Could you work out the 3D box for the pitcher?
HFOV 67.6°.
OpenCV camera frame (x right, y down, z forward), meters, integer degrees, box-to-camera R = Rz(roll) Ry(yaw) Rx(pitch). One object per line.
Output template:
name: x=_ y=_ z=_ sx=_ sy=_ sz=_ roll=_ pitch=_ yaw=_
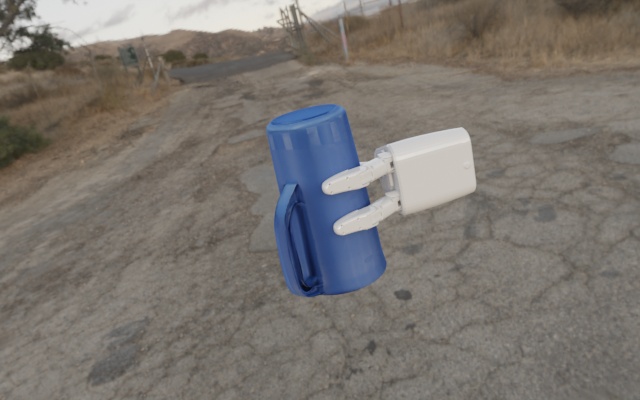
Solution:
pitcher: x=0.000 y=0.002 z=0.652 sx=0.145 sy=0.243 sz=0.149 roll=-15 pitch=19 yaw=-3
